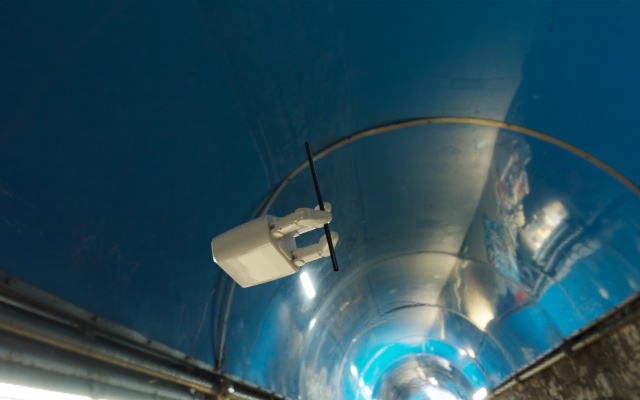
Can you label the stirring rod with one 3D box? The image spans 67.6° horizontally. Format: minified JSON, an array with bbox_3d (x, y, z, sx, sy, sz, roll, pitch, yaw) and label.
[{"bbox_3d":[0.000,0.003,0.776,0.011,0.239,0.011,-10,-29,-6],"label":"stirring rod"}]
